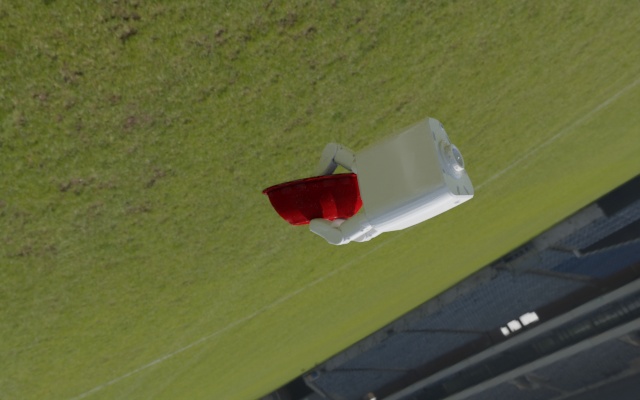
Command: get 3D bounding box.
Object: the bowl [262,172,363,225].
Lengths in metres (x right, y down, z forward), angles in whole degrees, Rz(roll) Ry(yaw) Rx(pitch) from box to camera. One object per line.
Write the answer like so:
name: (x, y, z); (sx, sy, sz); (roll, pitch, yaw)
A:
bowl: (-0.001, 0.003, 0.683); (0.162, 0.055, 0.162); (-8, -5, -1)
